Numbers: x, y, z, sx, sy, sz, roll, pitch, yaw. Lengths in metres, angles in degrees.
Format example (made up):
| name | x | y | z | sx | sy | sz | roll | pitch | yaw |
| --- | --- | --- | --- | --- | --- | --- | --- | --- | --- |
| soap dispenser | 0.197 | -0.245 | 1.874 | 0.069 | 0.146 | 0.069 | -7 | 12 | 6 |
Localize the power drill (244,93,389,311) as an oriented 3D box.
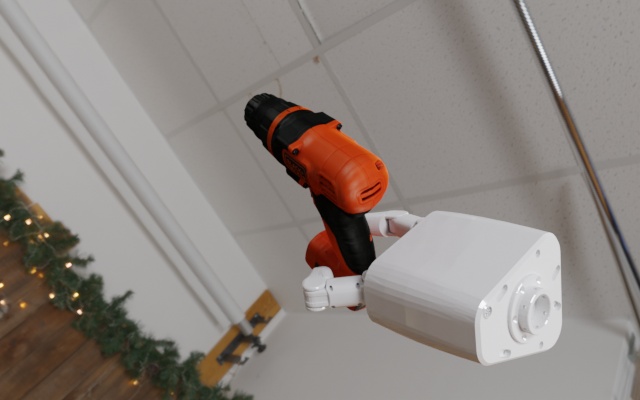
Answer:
| name | x | y | z | sx | sy | sz | roll | pitch | yaw |
| --- | --- | --- | --- | --- | --- | --- | --- | --- | --- |
| power drill | 0.000 | 0.002 | 0.444 | 0.057 | 0.188 | 0.184 | -32 | 42 | -15 |
